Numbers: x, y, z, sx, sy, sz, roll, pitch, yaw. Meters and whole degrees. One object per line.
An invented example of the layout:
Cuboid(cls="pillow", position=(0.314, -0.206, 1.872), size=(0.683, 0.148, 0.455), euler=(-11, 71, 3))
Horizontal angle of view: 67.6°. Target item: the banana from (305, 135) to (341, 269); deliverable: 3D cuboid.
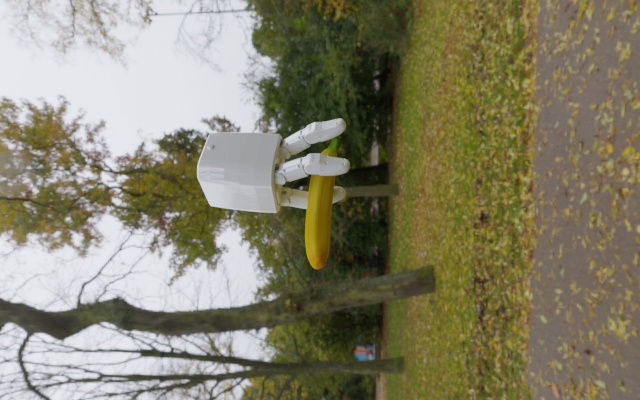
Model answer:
Cuboid(cls="banana", position=(0.000, 0.006, 0.664), size=(0.037, 0.197, 0.070), euler=(6, -23, -1))
